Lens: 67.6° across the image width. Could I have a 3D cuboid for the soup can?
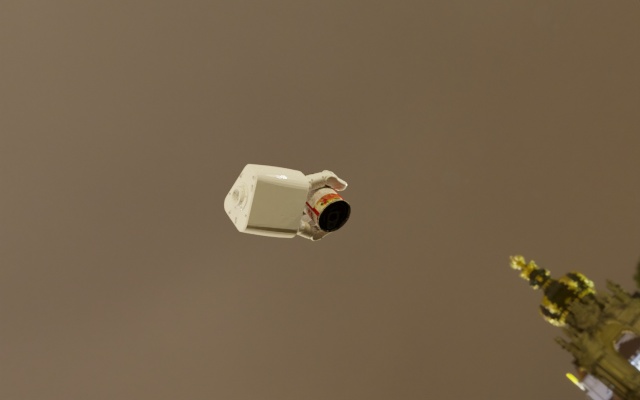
[{"bbox_3d":[0.000,0.003,0.880,0.068,0.068,0.102,0,31,-36],"label":"soup can"}]
